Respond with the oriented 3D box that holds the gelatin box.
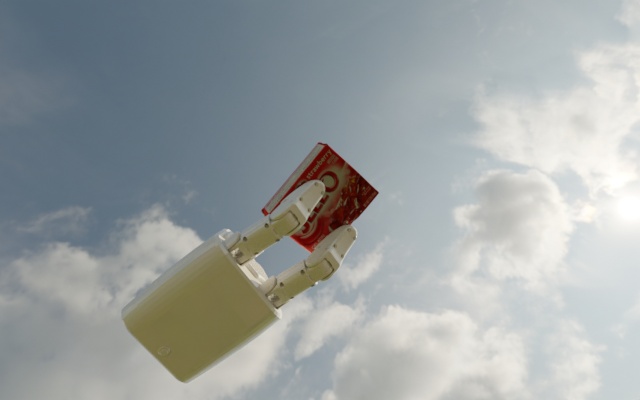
[{"bbox_3d":[0.000,0.001,0.456,0.073,0.089,0.030,41,-3,-21],"label":"gelatin box"}]
